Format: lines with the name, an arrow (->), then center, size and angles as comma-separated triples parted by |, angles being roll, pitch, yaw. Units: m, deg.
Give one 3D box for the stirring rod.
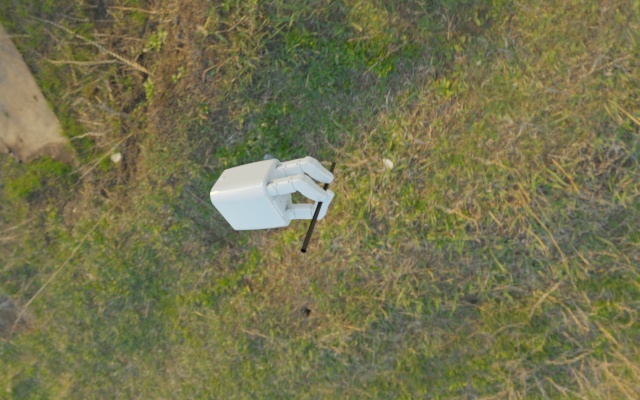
stirring rod -> 0.000, 0.003, 0.776 | 0.011, 0.011, 0.239 | 0, 35, 15
